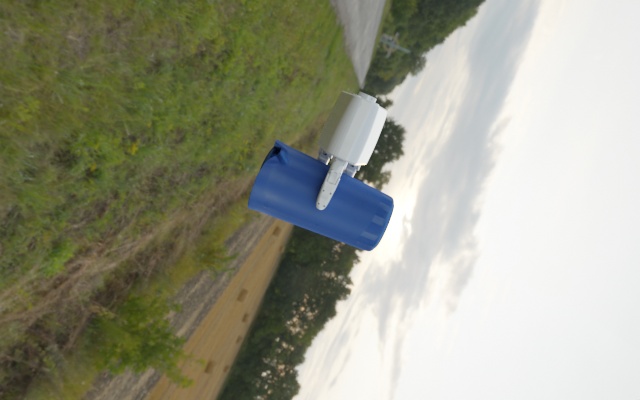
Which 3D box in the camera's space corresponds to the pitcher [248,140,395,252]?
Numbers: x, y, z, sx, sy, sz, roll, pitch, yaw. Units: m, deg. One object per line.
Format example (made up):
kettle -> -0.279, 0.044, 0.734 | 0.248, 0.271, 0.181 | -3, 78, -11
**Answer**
pitcher -> 0.000, 0.003, 0.862 | 0.243, 0.145, 0.149 | 24, 10, -1
